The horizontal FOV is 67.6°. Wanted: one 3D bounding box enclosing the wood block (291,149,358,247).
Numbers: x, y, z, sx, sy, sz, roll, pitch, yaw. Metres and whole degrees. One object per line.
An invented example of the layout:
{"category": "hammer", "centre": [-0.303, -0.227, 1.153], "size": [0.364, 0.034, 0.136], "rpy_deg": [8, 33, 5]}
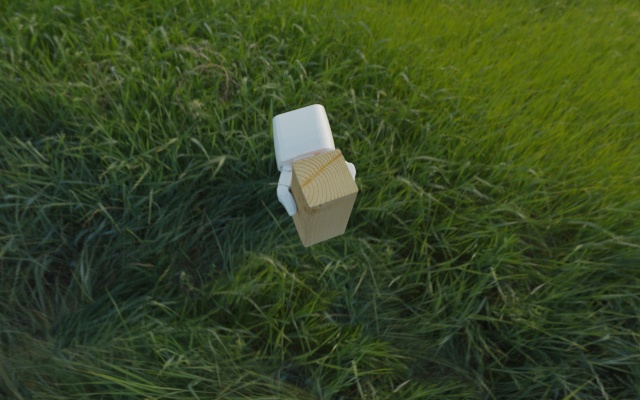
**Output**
{"category": "wood block", "centre": [0.000, 0.003, 0.892], "size": [0.091, 0.090, 0.206], "rpy_deg": [-18, -21, -12]}
